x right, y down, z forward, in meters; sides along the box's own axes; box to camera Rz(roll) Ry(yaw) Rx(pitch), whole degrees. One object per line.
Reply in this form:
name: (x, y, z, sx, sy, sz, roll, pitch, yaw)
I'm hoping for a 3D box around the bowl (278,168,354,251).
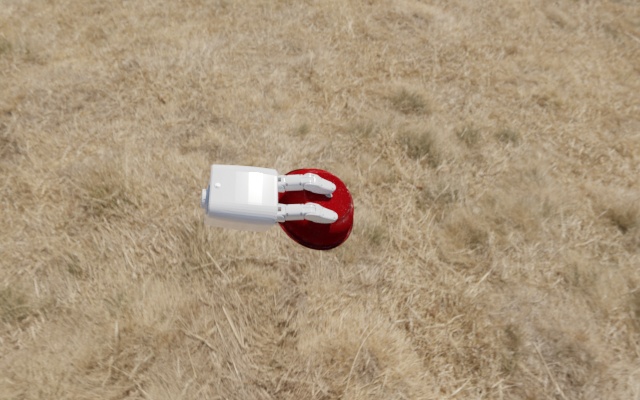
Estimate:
bowl: (0.001, 0.002, 0.832, 0.162, 0.162, 0.055, 0, -26, -30)
